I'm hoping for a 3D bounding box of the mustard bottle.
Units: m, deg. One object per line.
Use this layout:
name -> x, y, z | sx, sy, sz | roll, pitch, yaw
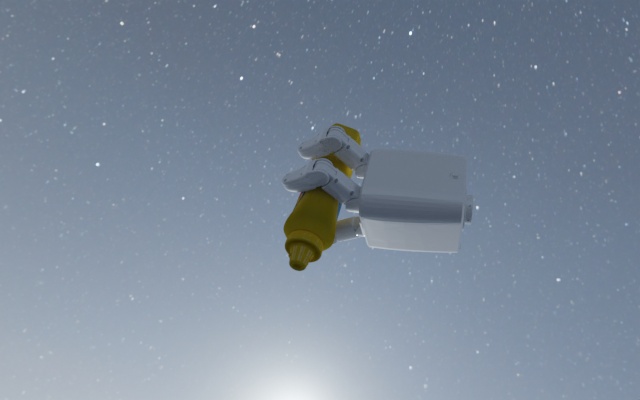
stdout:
mustard bottle -> 0.000, 0.002, 0.558 | 0.058, 0.191, 0.096 | 21, -42, -2
